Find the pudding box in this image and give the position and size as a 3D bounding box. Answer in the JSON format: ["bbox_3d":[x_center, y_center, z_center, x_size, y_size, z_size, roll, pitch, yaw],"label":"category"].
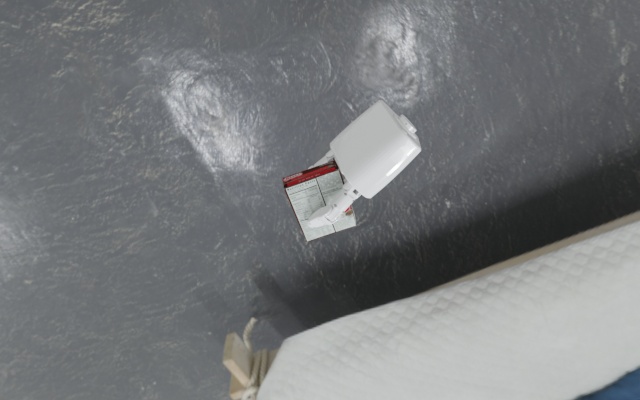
[{"bbox_3d":[0.000,0.003,0.749,0.090,0.113,0.039,-18,30,3],"label":"pudding box"}]
